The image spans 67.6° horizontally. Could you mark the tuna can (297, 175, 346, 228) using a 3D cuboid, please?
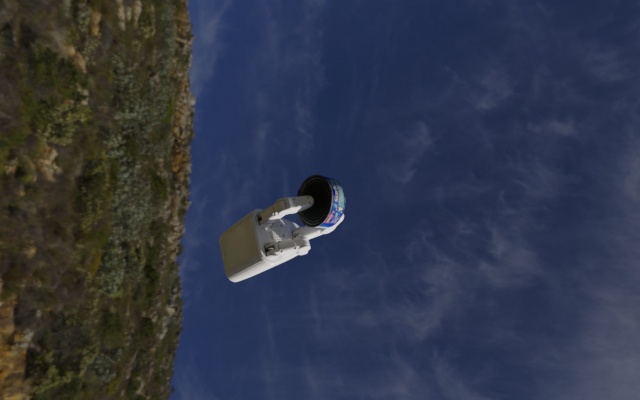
[{"bbox_3d":[0.001,0.003,0.776,0.034,0.086,0.086,9,-6,-43],"label":"tuna can"}]
